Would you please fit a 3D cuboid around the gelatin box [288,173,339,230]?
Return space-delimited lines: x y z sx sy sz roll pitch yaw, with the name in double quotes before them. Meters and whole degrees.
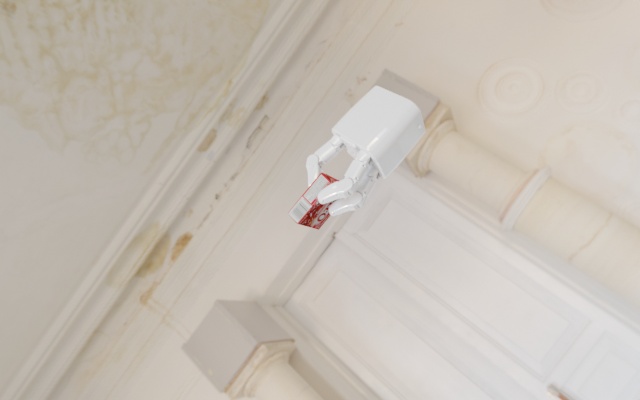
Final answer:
"gelatin box" 0.000 0.002 0.769 0.030 0.089 0.073 45 11 27
